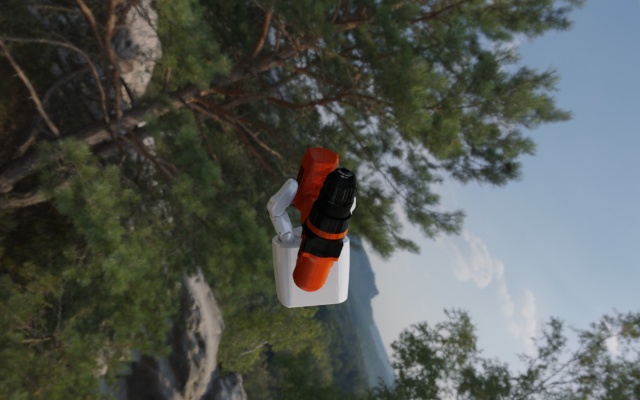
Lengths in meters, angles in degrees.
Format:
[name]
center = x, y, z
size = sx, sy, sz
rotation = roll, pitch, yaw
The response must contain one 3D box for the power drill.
[power drill]
center = 0.000, 0.002, 0.655
size = 0.057, 0.184, 0.187
rotation = 13, 32, -11
